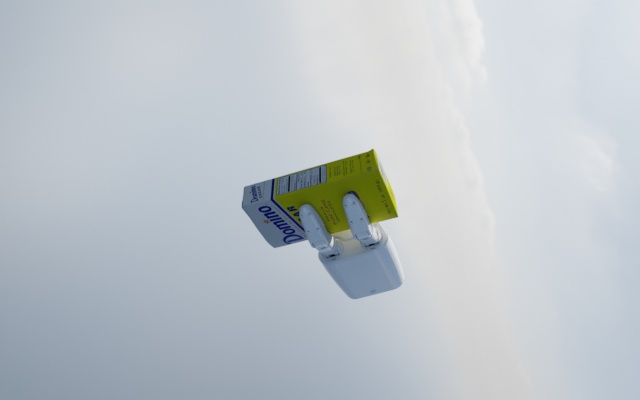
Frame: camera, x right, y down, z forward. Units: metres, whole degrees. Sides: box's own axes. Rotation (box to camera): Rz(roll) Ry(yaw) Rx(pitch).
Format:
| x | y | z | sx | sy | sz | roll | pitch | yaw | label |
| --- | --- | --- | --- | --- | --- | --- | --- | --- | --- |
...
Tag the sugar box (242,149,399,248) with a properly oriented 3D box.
| x | y | z | sx | sy | sz | roll | pitch | yaw | label |
| --- | --- | --- | --- | --- | --- | --- | --- | --- | --- |
| 0.000 | 0.002 | 0.602 | 0.176 | 0.048 | 0.093 | -18 | -46 | 14 | sugar box |
